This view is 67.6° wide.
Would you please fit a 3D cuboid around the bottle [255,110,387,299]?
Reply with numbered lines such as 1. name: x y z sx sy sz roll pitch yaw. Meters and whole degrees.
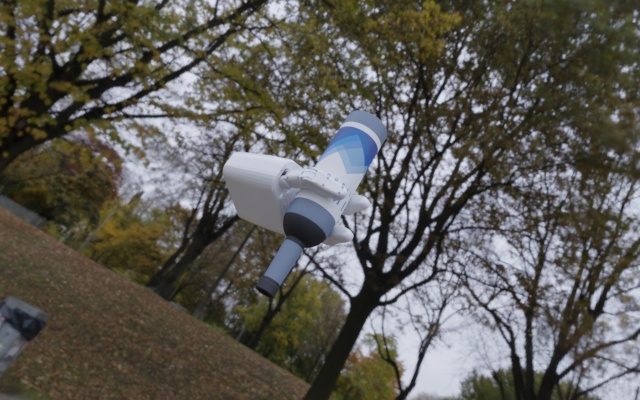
1. bottle: 0.000 0.002 0.659 0.069 0.295 0.069 26 -25 13
